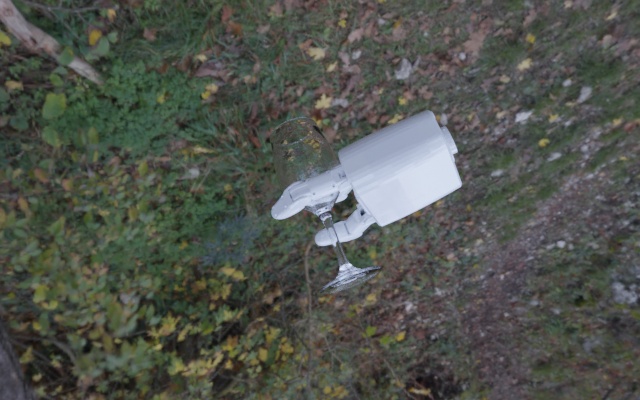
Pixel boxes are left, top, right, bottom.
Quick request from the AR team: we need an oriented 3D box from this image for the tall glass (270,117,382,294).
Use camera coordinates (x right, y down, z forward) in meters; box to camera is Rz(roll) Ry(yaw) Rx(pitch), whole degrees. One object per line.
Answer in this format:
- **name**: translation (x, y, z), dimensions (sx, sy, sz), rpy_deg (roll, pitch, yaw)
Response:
- **tall glass**: translation (0.000, 0.002, 0.560), dimensions (0.079, 0.201, 0.079), rpy_deg (-19, -19, -7)
